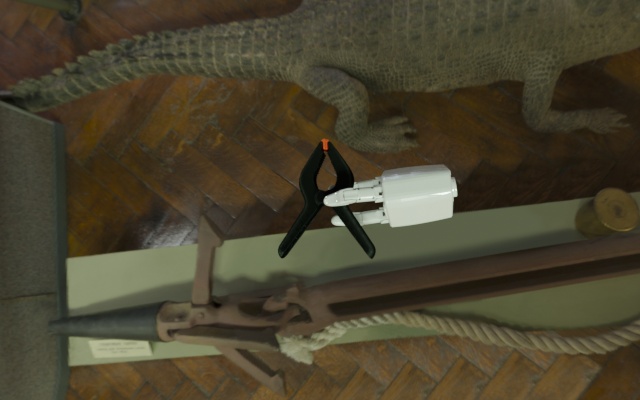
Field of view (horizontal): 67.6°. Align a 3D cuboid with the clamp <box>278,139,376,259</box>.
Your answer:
[{"bbox_3d":[0.000,0.002,0.808,0.164,0.210,0.036,-8,-9,10],"label":"clamp"}]
